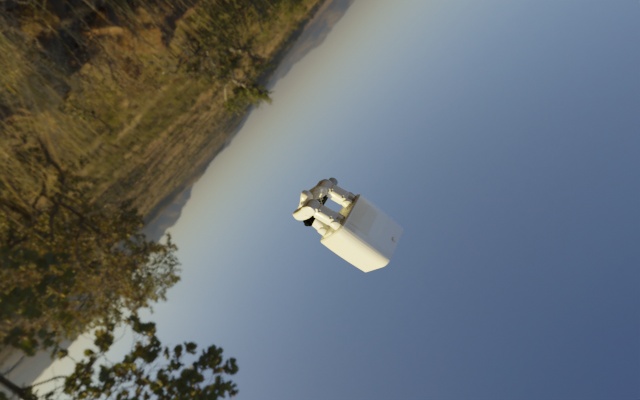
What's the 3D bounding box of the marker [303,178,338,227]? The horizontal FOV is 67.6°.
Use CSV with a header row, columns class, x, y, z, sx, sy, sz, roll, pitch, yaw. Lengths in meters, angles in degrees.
class,x,y,z,sx,sy,sz,roll,pitch,yaw
marker,0.000,0.003,0.877,0.020,0.020,0.121,0,42,34
